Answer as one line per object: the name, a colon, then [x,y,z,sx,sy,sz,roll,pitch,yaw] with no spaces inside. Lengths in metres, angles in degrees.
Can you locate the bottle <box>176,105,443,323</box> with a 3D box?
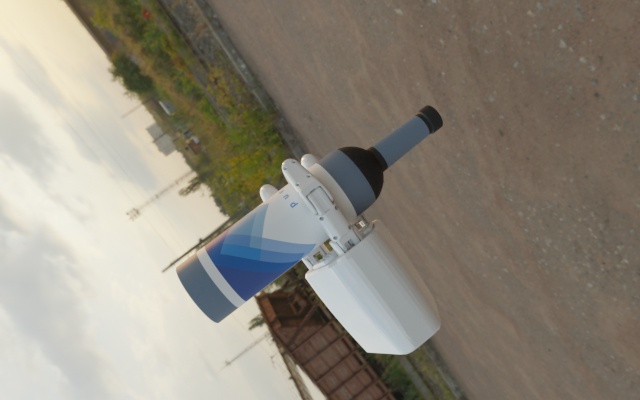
bottle: [0.000,0.002,0.470,0.295,0.069,0.069,-37,5,-7]
